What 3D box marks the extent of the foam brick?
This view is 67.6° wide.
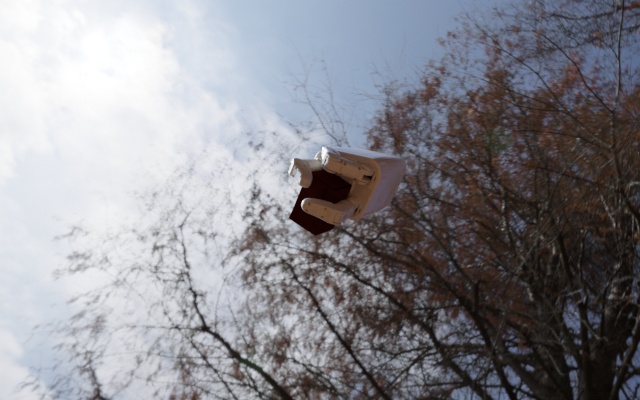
[{"bbox_3d":[0.000,0.002,0.689,0.053,0.078,0.051,34,25,24],"label":"foam brick"}]
